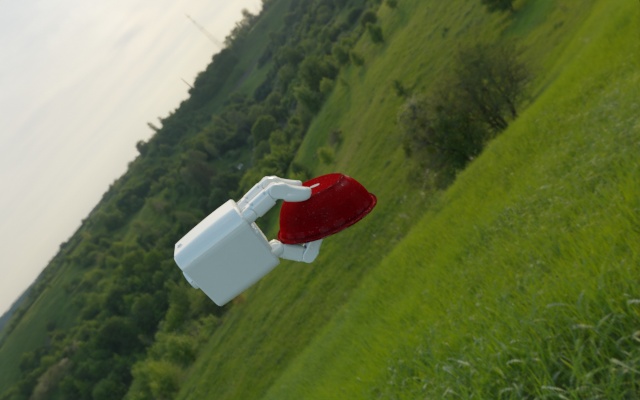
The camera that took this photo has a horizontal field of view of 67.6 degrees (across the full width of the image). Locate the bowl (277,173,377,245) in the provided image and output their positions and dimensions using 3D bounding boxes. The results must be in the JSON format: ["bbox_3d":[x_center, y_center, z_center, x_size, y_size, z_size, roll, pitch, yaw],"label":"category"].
[{"bbox_3d":[0.001,0.001,0.713,0.162,0.055,0.162,-21,16,6],"label":"bowl"}]
